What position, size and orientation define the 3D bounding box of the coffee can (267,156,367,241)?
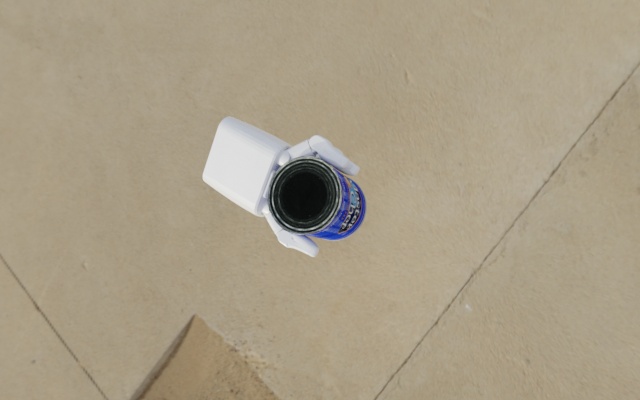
[{"bbox_3d":[0.000,0.002,0.673,0.103,0.103,0.140,0,-7,18],"label":"coffee can"}]
